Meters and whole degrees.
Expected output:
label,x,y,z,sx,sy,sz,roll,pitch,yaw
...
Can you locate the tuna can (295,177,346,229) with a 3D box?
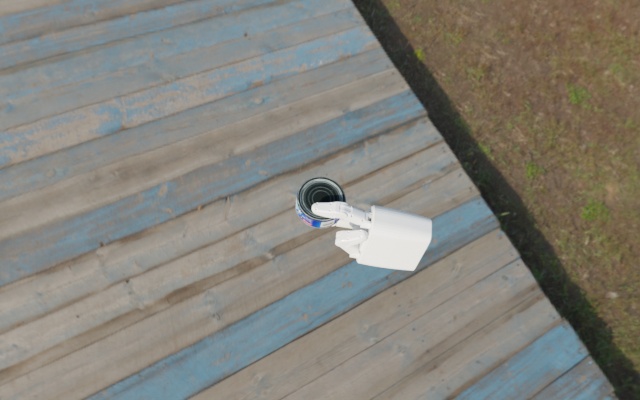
label,x,y,z,sx,sy,sz,roll,pitch,yaw
tuna can,0.000,0.002,0.821,0.086,0.086,0.034,0,-24,-7
